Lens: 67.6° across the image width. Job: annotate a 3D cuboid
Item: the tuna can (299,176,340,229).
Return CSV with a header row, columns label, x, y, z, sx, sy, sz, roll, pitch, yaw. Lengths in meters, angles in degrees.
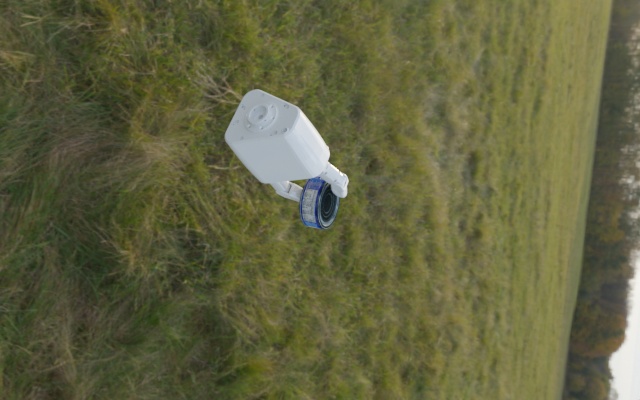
label,x,y,z,sx,sy,sz,roll,pitch,yaw
tuna can,0.001,0.003,0.767,0.034,0.086,0.086,10,4,24
